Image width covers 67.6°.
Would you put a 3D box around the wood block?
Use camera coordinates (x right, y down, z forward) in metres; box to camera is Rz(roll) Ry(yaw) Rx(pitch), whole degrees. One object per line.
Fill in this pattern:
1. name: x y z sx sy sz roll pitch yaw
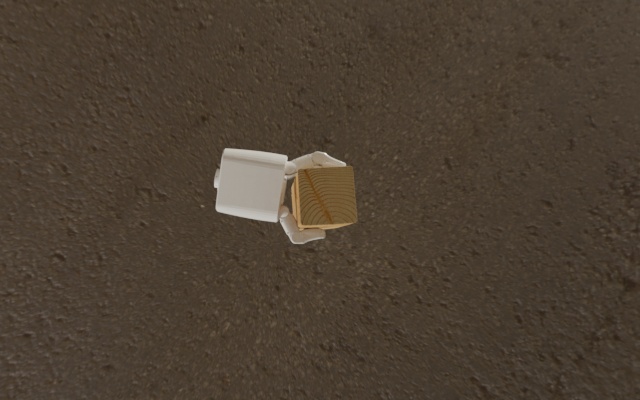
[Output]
1. wood block: 0.000 0.003 0.838 0.090 0.091 0.206 -3 -5 -6
